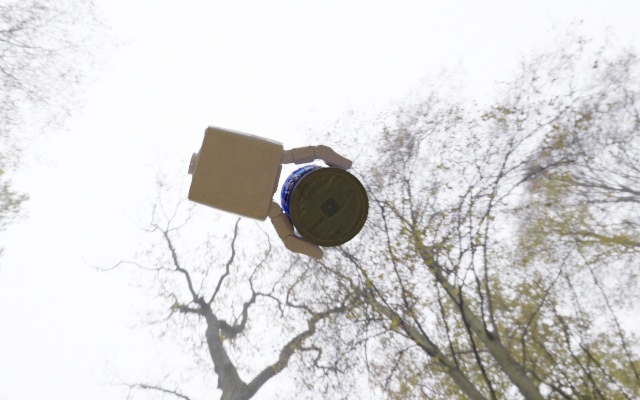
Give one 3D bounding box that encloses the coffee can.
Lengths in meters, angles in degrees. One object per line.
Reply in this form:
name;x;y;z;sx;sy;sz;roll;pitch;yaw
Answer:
coffee can;0.000;0.002;0.670;0.103;0.103;0.140;0;5;-10
